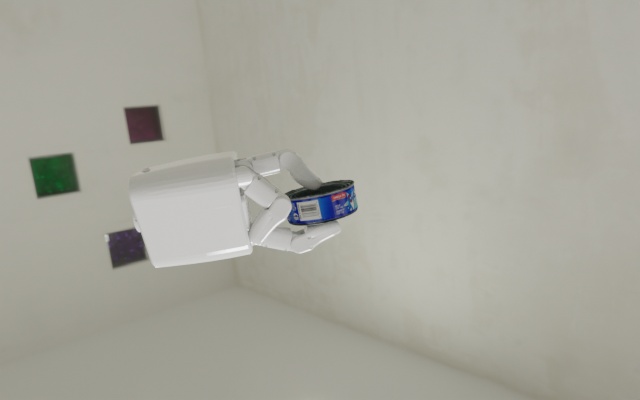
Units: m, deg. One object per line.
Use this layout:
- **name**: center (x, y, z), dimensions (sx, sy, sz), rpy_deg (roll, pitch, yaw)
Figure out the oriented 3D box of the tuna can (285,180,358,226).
- **tuna can**: center (0.000, 0.002, 0.558), dimensions (0.086, 0.034, 0.086), rpy_deg (-11, 10, 2)
